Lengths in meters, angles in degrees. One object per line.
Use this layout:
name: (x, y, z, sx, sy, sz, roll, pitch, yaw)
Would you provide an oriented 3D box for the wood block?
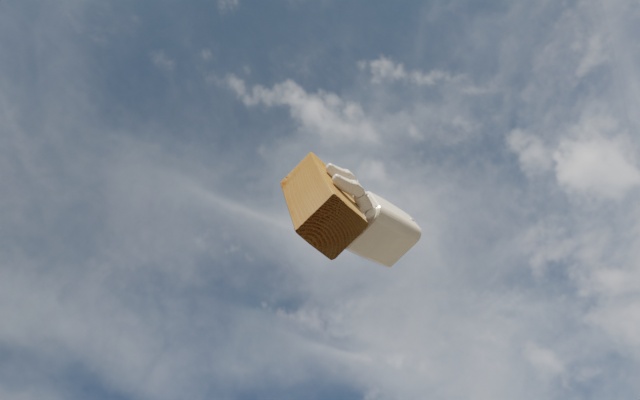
wood block: (0.000, 0.003, 0.856, 0.090, 0.091, 0.206, 40, 11, -24)
